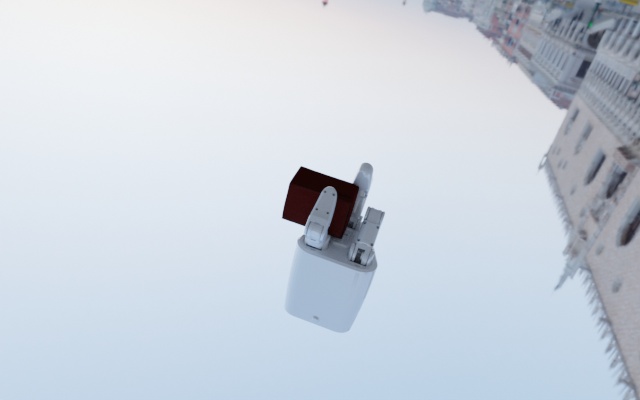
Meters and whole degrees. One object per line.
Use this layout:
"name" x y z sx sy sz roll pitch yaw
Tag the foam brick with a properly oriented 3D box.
"foam brick" 0.000 0.002 0.570 0.078 0.051 0.053 19 30 7
